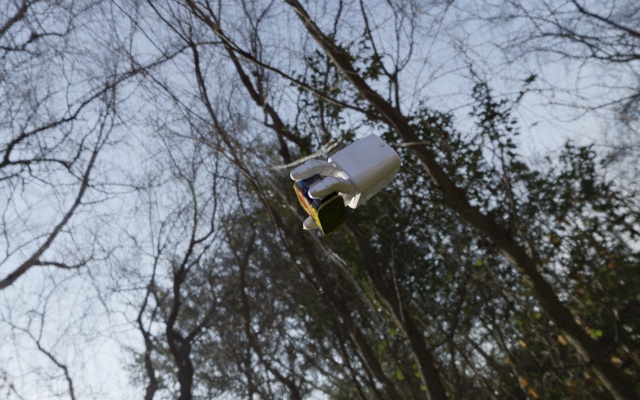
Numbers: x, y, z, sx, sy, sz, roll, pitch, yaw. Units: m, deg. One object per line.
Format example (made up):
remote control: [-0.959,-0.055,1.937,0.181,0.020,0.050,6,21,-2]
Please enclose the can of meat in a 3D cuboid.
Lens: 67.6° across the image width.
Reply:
can of meat: [0.000,0.003,0.888,0.057,0.084,0.102,-35,-32,-11]
